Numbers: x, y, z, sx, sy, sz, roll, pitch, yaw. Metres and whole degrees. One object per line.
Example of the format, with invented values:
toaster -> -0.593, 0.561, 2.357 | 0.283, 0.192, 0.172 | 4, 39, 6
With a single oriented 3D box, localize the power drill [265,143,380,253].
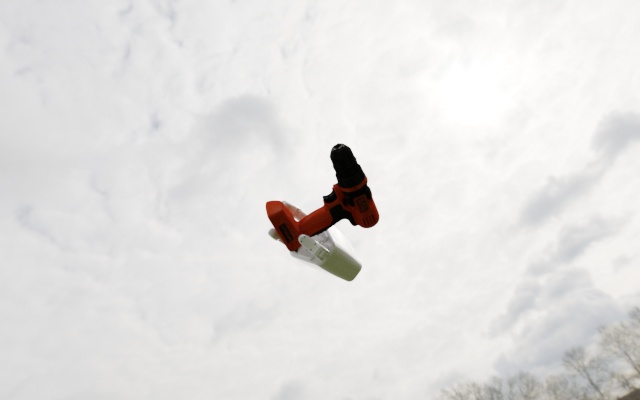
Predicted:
power drill -> 0.000, 0.003, 0.858 | 0.187, 0.184, 0.057 | -23, 33, 6
